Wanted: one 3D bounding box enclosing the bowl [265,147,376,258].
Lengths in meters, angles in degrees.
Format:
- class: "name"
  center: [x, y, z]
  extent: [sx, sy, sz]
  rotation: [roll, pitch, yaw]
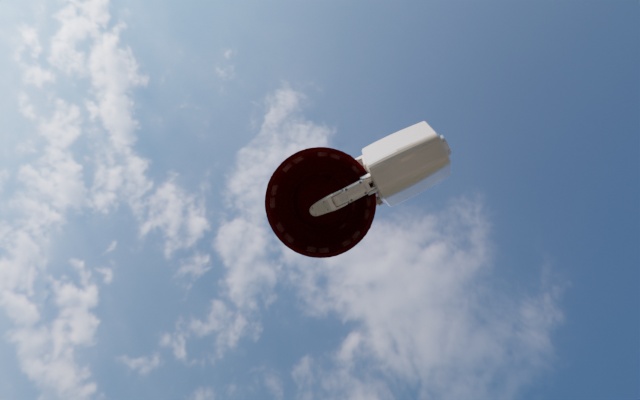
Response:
- class: "bowl"
  center: [-0.001, 0.003, 0.715]
  extent: [0.162, 0.162, 0.055]
  rotation: [0, 3, 0]
